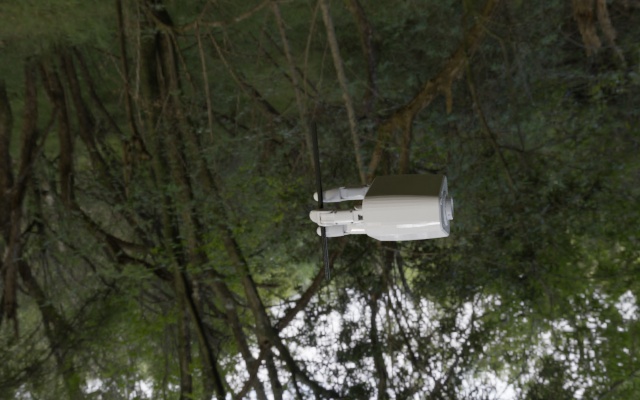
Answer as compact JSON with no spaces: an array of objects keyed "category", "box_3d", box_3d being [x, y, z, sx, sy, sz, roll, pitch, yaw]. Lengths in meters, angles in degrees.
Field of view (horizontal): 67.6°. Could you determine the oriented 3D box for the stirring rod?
[{"category":"stirring rod","box_3d":[0.000,0.002,0.724,0.011,0.239,0.011,-5,6,0]}]
